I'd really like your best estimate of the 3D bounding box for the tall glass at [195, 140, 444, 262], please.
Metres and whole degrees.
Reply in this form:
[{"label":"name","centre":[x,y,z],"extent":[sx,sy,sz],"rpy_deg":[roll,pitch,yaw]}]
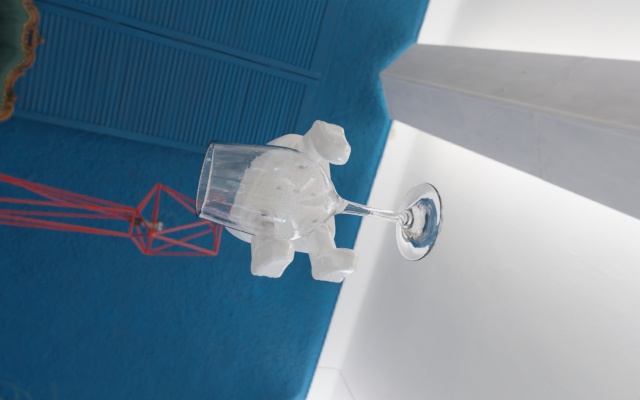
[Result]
[{"label":"tall glass","centre":[0.001,0.001,0.408],"extent":[0.201,0.079,0.079],"rpy_deg":[12,-4,-21]}]
